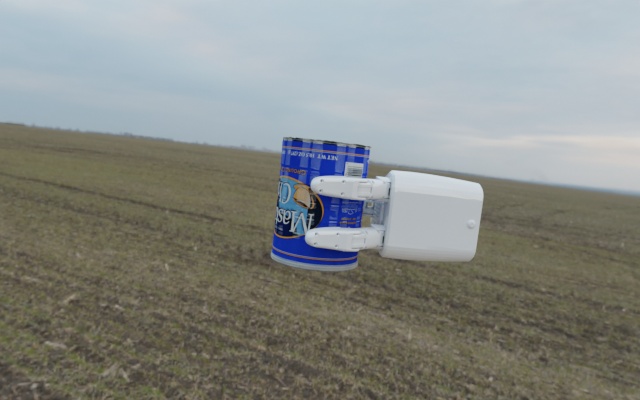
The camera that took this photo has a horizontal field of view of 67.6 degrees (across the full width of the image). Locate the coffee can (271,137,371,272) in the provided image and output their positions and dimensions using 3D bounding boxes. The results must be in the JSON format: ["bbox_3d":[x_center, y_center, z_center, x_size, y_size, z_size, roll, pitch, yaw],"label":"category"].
[{"bbox_3d":[0.000,0.002,0.555,0.103,0.140,0.103,6,5,-1],"label":"coffee can"}]
